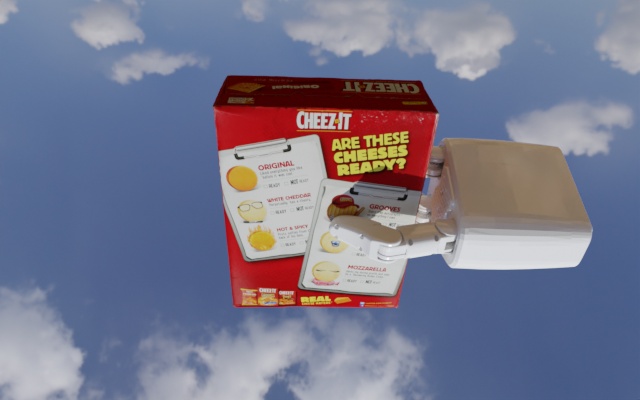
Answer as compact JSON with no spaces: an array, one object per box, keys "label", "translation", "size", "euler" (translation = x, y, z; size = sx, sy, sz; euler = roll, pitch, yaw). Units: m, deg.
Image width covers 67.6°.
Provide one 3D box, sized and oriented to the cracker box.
[{"label":"cracker box","translation":[0.000,0.002,0.426],"size":[0.164,0.214,0.072],"euler":[1,36,-3]}]
